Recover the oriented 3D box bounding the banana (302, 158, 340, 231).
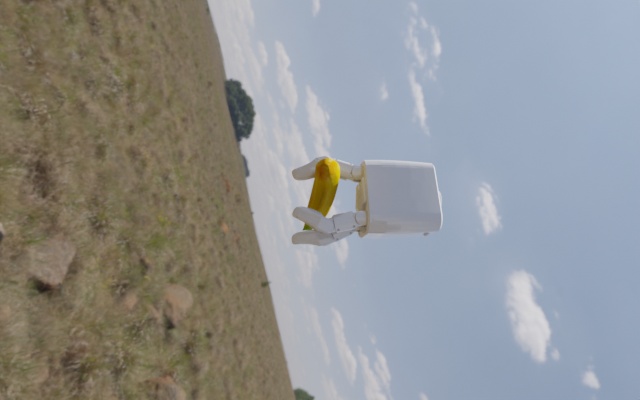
[{"bbox_3d":[0.004,-0.011,0.682,0.037,0.069,0.198,15,-33,0],"label":"banana"}]
